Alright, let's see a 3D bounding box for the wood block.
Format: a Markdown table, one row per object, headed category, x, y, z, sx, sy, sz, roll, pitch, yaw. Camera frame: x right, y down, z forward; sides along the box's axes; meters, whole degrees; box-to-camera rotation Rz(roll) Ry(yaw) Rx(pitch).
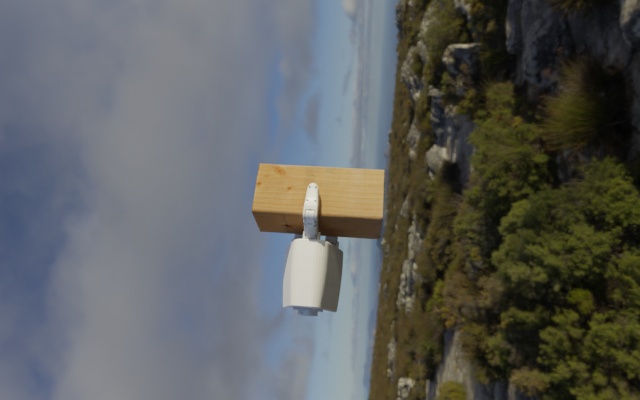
| category | x | y | z | sx | sy | sz | roll | pitch | yaw |
| --- | --- | --- | --- | --- | --- | --- | --- | --- | --- |
| wood block | 0.000 | 0.003 | 0.796 | 0.206 | 0.090 | 0.091 | 3 | -26 | 5 |
